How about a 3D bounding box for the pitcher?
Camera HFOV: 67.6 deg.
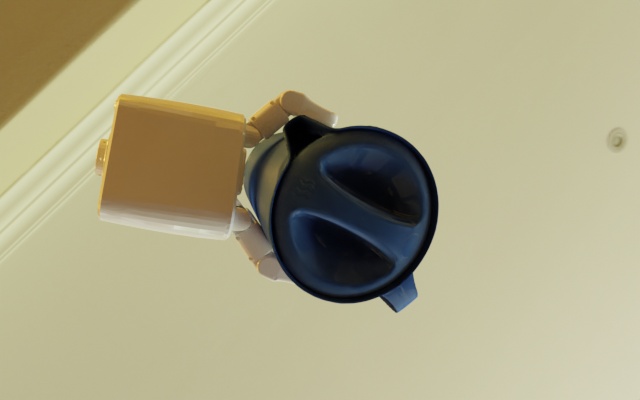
[{"bbox_3d":[0.000,0.001,0.458,0.145,0.149,0.243,8,8,-18],"label":"pitcher"}]
